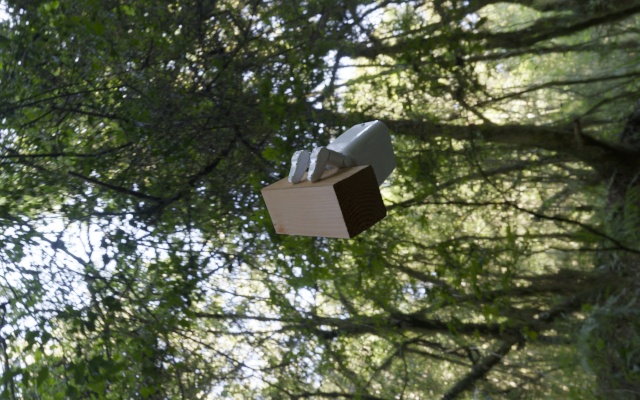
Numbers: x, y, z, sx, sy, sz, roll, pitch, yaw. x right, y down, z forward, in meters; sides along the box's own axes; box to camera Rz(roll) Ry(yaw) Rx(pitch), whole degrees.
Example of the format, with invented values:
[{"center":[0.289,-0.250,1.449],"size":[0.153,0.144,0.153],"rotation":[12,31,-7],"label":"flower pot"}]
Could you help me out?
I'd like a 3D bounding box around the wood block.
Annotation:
[{"center":[0.000,0.003,0.811],"size":[0.090,0.091,0.206],"rotation":[-29,16,-34],"label":"wood block"}]
